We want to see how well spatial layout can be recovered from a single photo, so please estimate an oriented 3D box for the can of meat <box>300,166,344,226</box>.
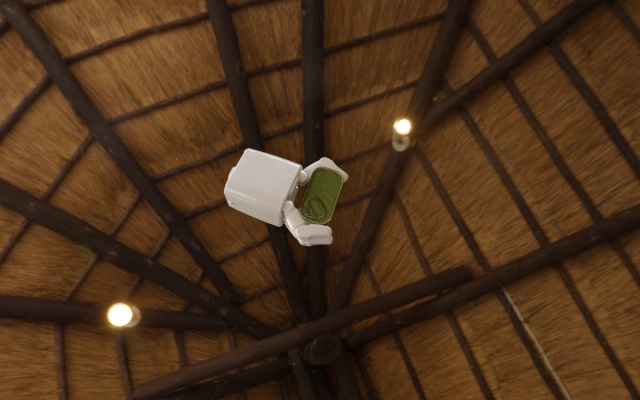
[{"bbox_3d":[0.000,0.003,0.856,0.057,0.102,0.084,18,-19,2],"label":"can of meat"}]
